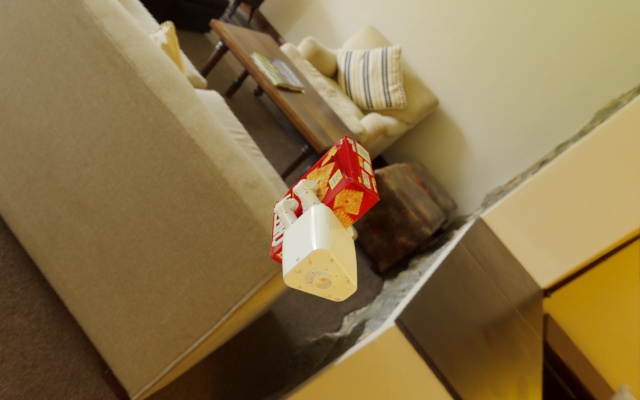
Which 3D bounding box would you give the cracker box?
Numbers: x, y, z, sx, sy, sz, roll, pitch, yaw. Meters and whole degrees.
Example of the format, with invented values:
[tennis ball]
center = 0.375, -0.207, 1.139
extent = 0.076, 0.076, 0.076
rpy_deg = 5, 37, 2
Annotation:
[cracker box]
center = 0.000, 0.003, 0.863
extent = 0.072, 0.214, 0.164
rpy_deg = 36, 27, -23
